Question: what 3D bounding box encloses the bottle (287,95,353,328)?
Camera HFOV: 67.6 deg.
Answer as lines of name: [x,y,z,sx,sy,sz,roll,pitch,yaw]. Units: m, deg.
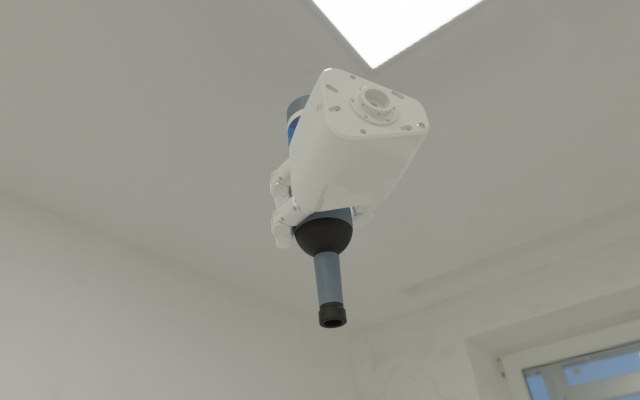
bottle: [0.000,0.002,0.553,0.069,0.295,0.069,-4,-36,-3]
